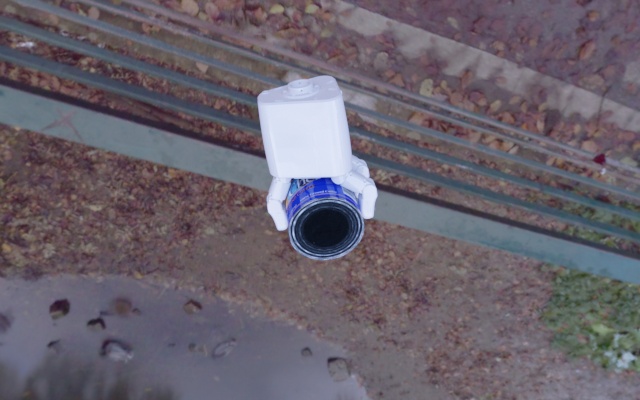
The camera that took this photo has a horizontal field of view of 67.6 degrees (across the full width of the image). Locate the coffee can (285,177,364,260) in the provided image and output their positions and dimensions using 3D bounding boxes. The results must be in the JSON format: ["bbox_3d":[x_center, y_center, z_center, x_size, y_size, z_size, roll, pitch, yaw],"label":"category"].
[{"bbox_3d":[0.000,0.002,0.690,0.103,0.103,0.140,0,32,-8],"label":"coffee can"}]
